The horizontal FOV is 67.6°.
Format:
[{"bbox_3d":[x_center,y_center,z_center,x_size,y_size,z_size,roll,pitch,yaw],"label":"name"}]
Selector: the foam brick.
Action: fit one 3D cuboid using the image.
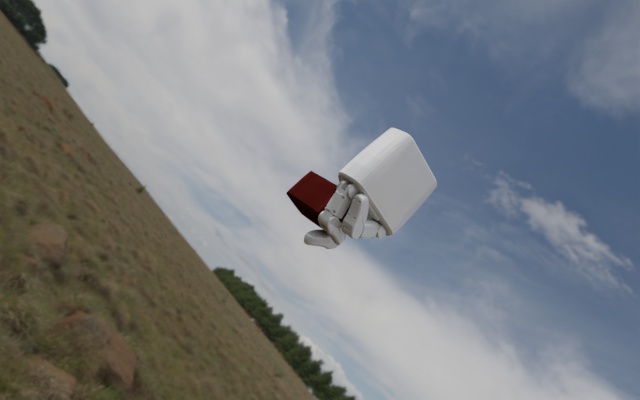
[{"bbox_3d":[0.000,0.002,0.691,0.078,0.051,0.053,33,-18,43],"label":"foam brick"}]
